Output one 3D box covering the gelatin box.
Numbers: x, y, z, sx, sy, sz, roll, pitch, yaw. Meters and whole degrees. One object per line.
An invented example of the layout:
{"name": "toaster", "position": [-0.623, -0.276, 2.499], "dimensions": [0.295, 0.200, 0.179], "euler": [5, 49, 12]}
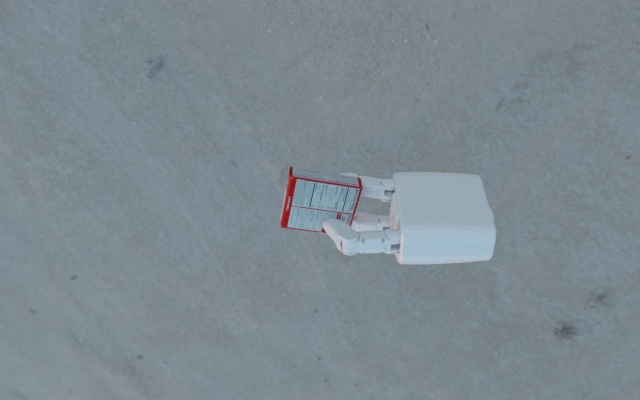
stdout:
{"name": "gelatin box", "position": [0.000, 0.002, 0.583], "dimensions": [0.089, 0.073, 0.030], "euler": [8, 31, -9]}
